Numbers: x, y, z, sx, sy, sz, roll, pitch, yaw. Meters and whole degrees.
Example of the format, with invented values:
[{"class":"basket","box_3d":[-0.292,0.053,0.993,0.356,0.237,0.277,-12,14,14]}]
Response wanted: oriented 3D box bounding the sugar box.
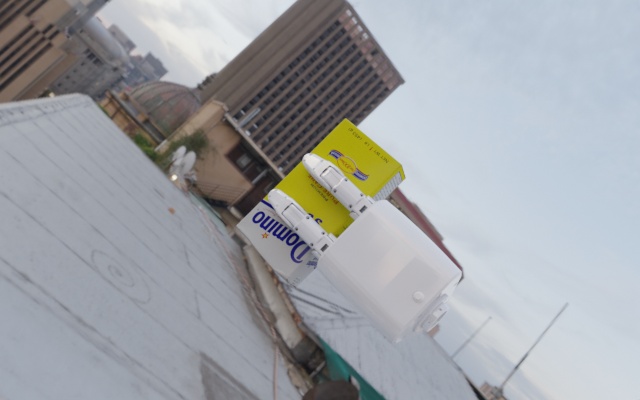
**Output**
[{"class":"sugar box","box_3d":[0.000,0.002,0.535,0.093,0.176,0.048,43,-5,25]}]
